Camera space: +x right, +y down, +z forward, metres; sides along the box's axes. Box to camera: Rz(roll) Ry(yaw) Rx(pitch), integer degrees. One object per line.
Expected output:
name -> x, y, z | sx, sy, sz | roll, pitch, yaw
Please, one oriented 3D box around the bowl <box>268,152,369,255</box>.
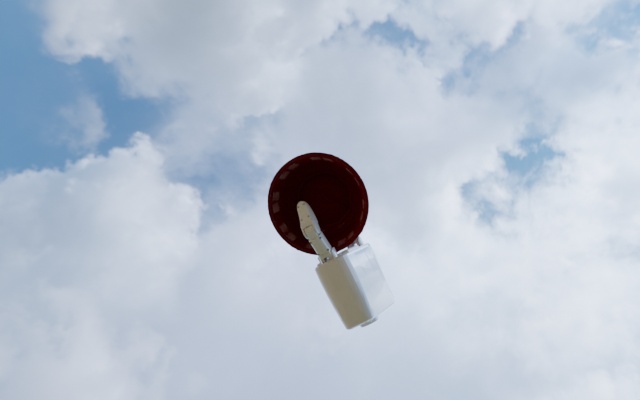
bowl -> 0.000, 0.001, 0.761 | 0.162, 0.162, 0.055 | 0, 10, 13
